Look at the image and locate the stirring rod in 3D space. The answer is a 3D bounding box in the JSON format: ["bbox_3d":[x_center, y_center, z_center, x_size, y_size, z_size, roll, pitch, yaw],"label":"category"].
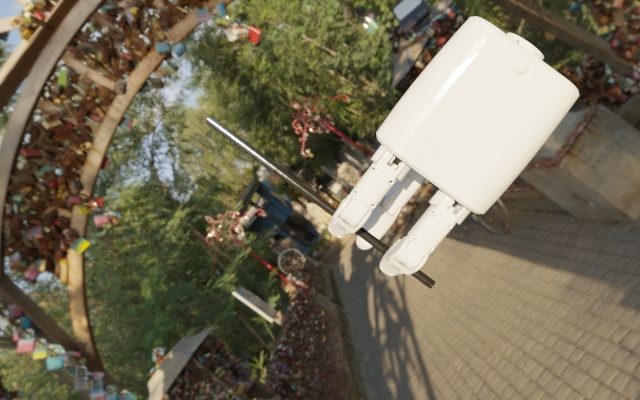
[{"bbox_3d":[0.000,0.001,0.412,0.239,0.011,0.011,37,0,0],"label":"stirring rod"}]
